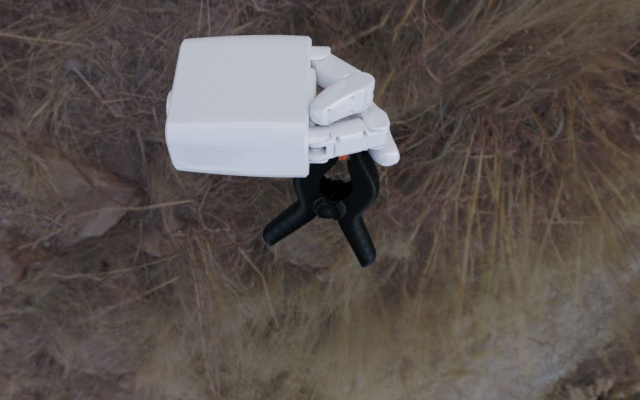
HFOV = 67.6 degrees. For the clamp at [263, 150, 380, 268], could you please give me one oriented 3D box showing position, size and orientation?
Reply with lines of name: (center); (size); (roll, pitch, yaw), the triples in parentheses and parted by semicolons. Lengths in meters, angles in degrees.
clamp: (0.000, 0.002, 0.456); (0.120, 0.172, 0.039); (3, 44, 1)
